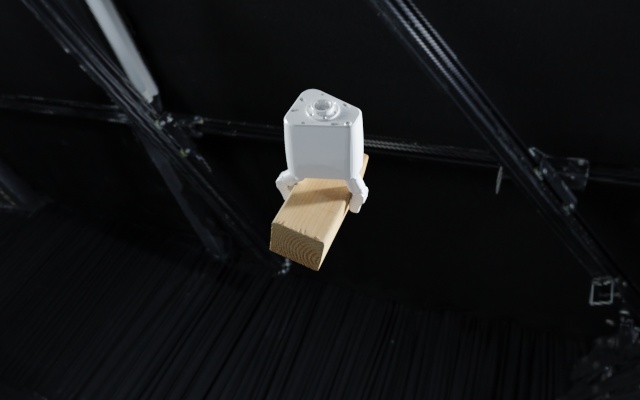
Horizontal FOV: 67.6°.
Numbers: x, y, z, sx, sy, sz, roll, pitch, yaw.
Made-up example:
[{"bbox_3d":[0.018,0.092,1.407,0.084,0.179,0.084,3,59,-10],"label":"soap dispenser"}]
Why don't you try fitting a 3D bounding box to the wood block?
[{"bbox_3d":[0.001,0.002,0.820,0.091,0.206,0.090,23,-37,8],"label":"wood block"}]
